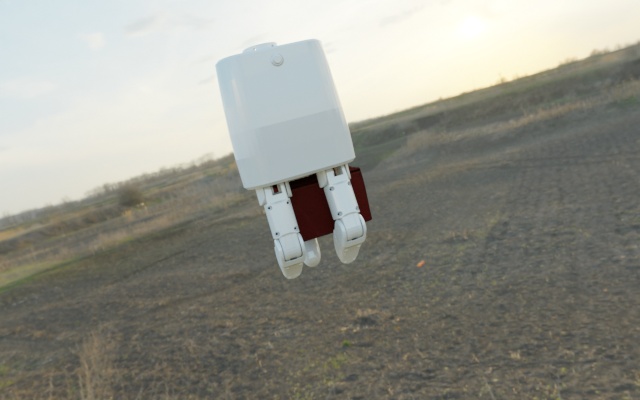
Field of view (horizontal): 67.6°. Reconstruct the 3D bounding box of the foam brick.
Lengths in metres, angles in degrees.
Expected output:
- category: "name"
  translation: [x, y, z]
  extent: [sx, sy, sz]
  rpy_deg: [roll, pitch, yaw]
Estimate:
- category: "foam brick"
  translation: [0.000, 0.001, 0.447]
  extent: [0.078, 0.051, 0.053]
  rpy_deg: [-17, 11, -15]
